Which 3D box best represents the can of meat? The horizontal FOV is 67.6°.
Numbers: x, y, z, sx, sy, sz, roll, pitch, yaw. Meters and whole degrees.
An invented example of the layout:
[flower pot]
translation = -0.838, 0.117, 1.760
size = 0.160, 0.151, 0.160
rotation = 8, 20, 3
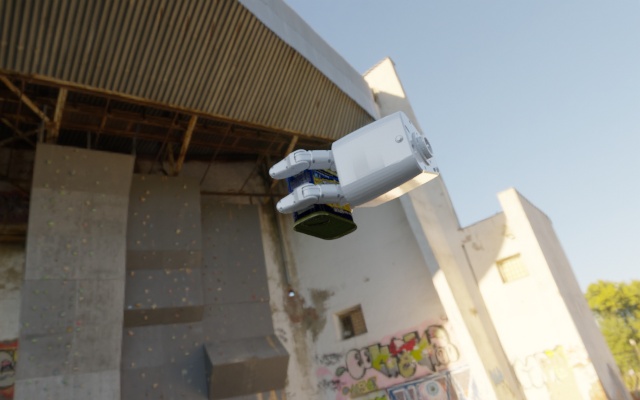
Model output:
[can of meat]
translation = 0.000, 0.002, 0.682
size = 0.057, 0.084, 0.102
rotation = -27, -29, 29
